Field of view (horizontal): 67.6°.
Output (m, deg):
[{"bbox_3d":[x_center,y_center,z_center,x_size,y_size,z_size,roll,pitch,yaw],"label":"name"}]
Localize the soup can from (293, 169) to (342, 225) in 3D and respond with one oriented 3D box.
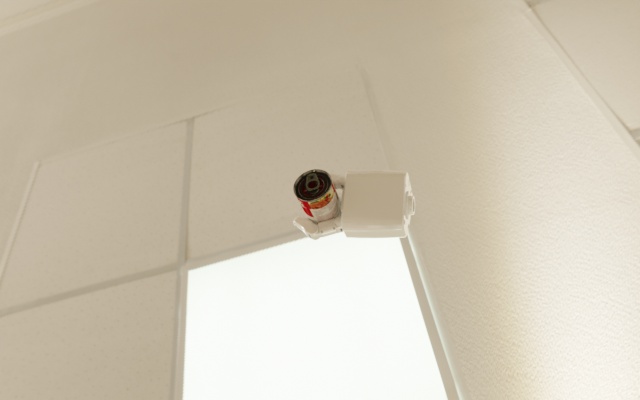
[{"bbox_3d":[0.000,0.003,0.840,0.068,0.068,0.102,0,-36,20],"label":"soup can"}]
